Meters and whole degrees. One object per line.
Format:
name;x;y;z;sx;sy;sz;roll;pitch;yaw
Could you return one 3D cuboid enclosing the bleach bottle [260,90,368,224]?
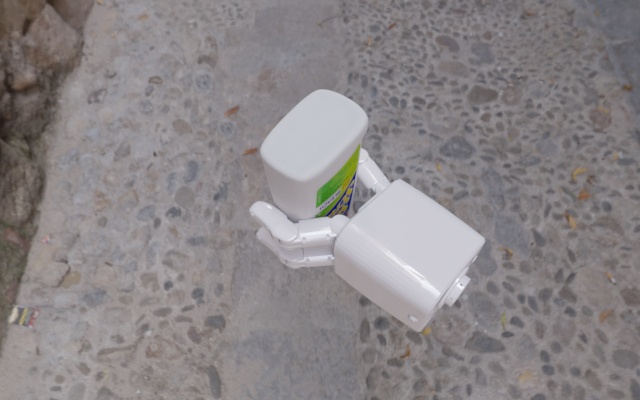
bleach bottle;0.000;0.002;0.523;0.068;0.102;0.251;35;-22;20
